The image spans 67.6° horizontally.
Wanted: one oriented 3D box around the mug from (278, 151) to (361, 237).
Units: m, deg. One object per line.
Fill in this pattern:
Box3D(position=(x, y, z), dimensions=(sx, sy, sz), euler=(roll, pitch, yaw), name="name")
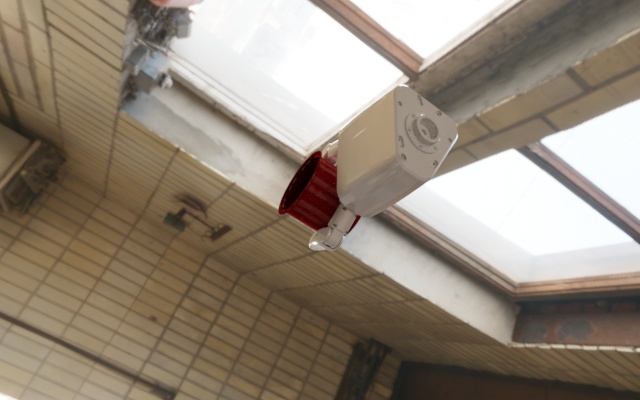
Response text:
Box3D(position=(0.000, 0.003, 0.612), dimensions=(0.081, 0.093, 0.117), euler=(33, -33, -16), name="mug")
